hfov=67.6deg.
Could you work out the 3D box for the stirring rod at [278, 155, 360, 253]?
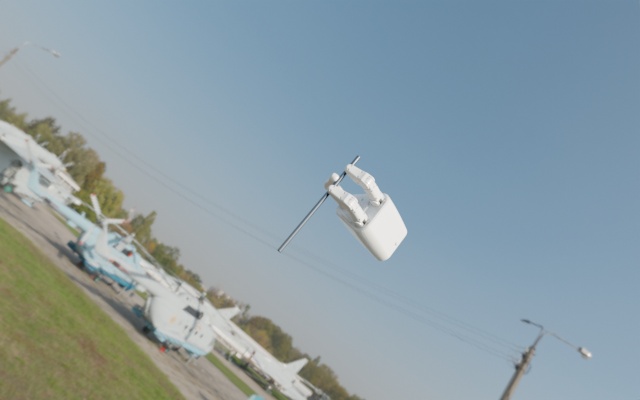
[{"bbox_3d":[0.000,0.003,0.884,0.011,0.239,0.011,35,-19,14],"label":"stirring rod"}]
